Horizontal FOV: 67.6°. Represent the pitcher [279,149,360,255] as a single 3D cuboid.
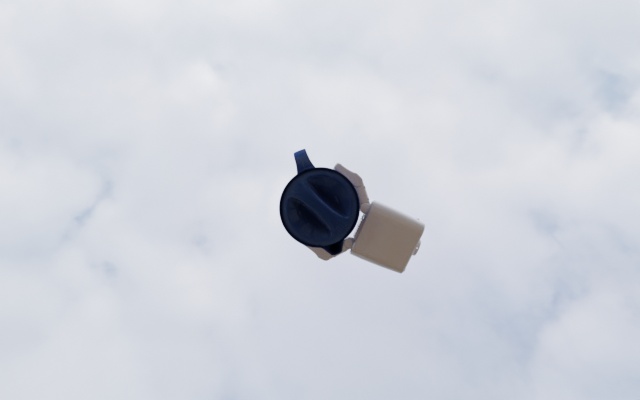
[{"bbox_3d":[0.000,0.003,0.895,0.145,0.149,0.243,23,0,2],"label":"pitcher"}]
